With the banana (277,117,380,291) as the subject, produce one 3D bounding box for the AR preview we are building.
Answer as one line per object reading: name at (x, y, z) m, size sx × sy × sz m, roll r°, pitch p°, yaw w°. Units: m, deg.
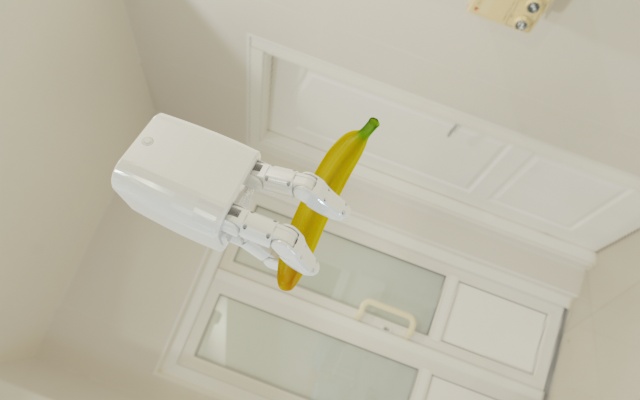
banana at (-0.001, 0.001, 0.503) m, size 0.037 × 0.197 × 0.069 m, roll 27°, pitch -10°, yaw -3°
